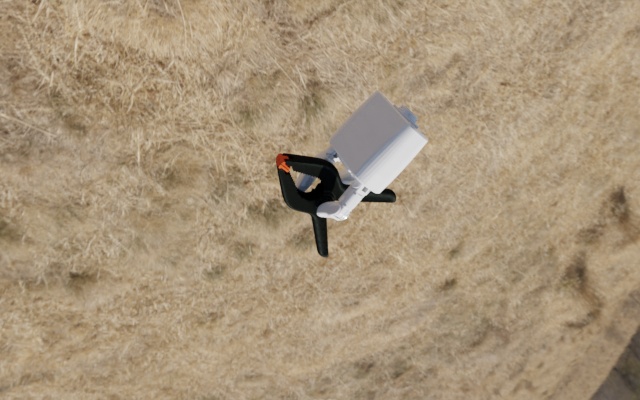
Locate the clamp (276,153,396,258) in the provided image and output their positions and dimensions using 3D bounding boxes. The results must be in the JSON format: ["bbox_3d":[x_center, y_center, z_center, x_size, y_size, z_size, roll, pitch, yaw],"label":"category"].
[{"bbox_3d":[0.000,0.003,0.752,0.210,0.164,0.036,32,20,-33],"label":"clamp"}]
